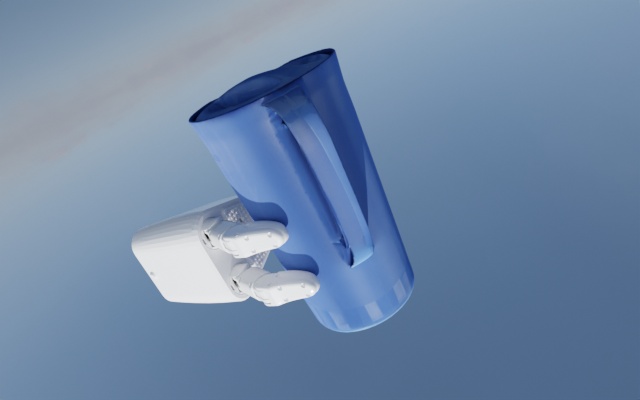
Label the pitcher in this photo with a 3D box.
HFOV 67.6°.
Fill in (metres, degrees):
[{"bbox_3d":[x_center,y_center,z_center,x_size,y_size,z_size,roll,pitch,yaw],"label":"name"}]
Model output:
[{"bbox_3d":[0.000,0.001,0.427,0.145,0.243,0.149,-12,26,32],"label":"pitcher"}]
